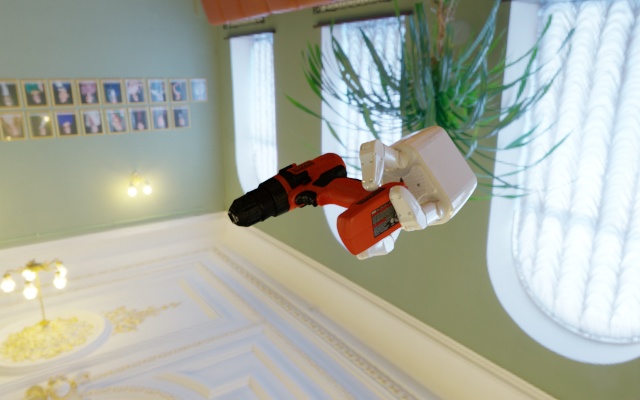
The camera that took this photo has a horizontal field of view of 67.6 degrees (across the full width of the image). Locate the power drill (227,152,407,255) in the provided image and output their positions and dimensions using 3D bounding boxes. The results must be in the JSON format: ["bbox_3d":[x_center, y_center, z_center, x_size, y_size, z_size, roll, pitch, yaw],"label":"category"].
[{"bbox_3d":[0.001,0.002,0.593,0.184,0.057,0.187,-30,34,-29],"label":"power drill"}]
